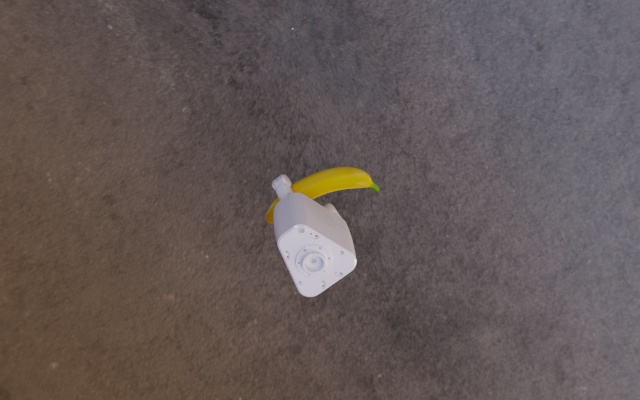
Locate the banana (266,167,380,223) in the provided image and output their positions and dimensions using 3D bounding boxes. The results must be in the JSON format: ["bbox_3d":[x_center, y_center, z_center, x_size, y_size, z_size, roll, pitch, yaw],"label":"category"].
[{"bbox_3d":[-0.001,-0.014,0.780,0.198,0.070,0.037,-15,27,-2],"label":"banana"}]
